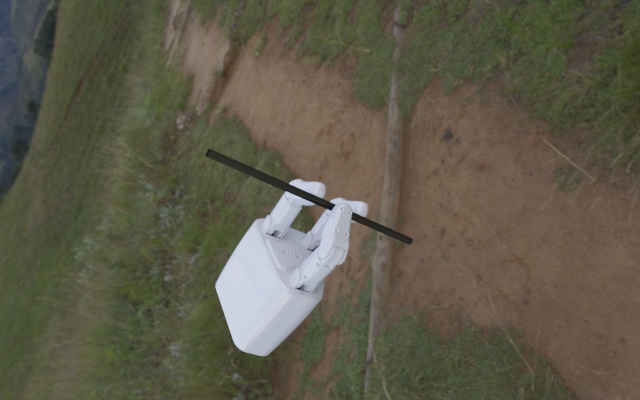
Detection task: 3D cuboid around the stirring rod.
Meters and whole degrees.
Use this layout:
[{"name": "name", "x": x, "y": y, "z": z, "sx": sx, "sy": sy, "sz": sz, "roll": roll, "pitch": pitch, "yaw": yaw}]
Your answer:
[{"name": "stirring rod", "x": 0.000, "y": 0.002, "z": 0.470, "sx": 0.239, "sy": 0.011, "sz": 0.011, "roll": 24, "pitch": -11, "yaw": -27}]
